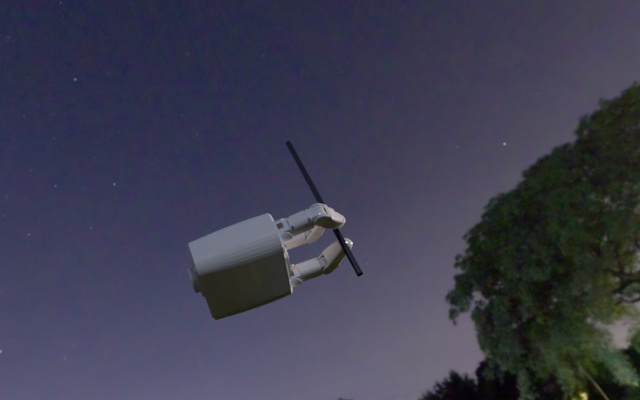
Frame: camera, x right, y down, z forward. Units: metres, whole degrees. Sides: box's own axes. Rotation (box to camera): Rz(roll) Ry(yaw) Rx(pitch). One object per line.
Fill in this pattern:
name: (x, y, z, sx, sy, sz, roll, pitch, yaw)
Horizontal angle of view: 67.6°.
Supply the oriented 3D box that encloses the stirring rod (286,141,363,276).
stirring rod: (0.000, 0.002, 0.649, 0.011, 0.239, 0.011, -20, -34, -14)
